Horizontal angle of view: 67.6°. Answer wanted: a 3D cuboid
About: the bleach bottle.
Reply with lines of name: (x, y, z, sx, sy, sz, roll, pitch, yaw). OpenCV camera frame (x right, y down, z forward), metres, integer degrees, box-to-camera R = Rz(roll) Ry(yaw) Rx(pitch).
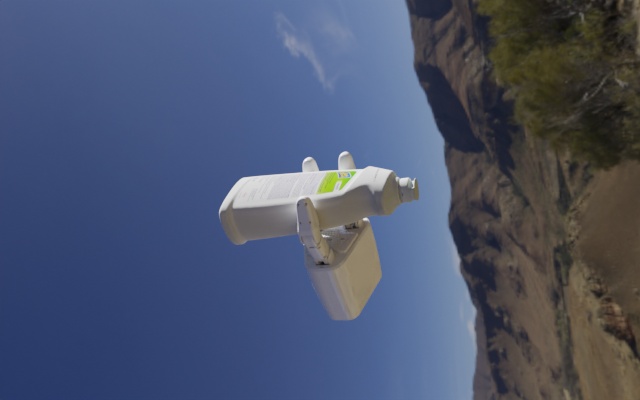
bleach bottle: (0.000, 0.002, 0.626, 0.251, 0.068, 0.102, -5, 35, 21)
